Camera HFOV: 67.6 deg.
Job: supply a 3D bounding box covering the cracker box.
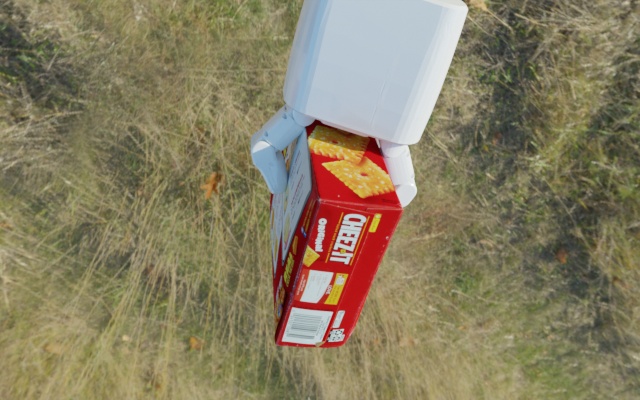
[{"bbox_3d":[0.000,0.002,0.450,0.072,0.164,0.213,7,36,-12],"label":"cracker box"}]
